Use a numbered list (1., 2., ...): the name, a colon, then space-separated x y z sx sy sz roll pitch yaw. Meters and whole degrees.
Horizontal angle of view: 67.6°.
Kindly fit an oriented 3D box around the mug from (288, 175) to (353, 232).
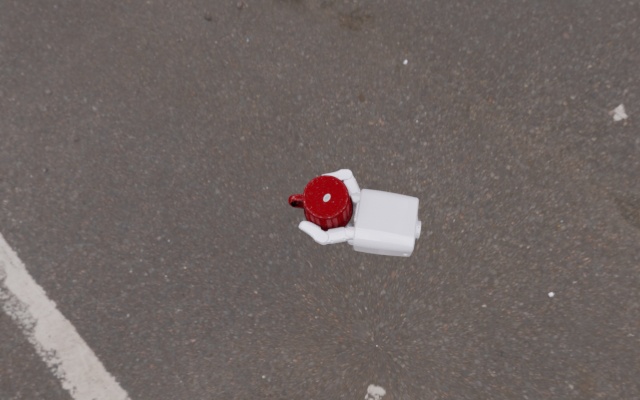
1. mug: -0.001 0.003 0.857 0.117 0.093 0.081 6 -16 6
